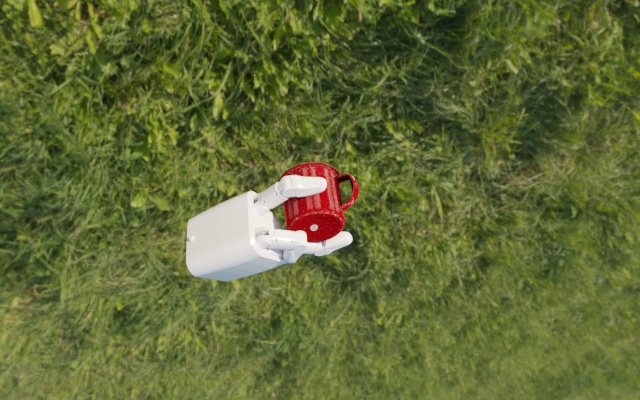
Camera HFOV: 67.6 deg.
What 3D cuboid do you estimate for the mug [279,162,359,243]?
[{"bbox_3d":[0.001,0.002,0.671,0.117,0.081,0.093,-21,-37,16],"label":"mug"}]
